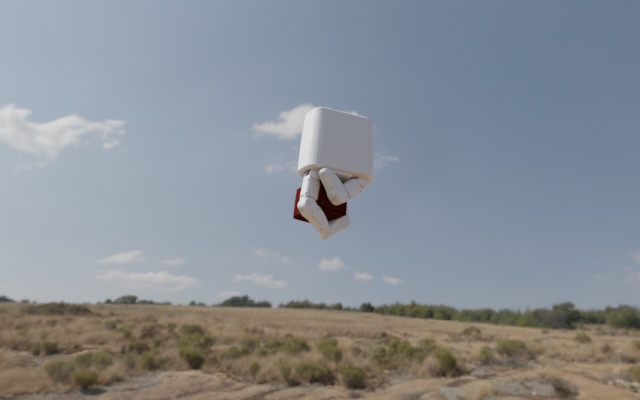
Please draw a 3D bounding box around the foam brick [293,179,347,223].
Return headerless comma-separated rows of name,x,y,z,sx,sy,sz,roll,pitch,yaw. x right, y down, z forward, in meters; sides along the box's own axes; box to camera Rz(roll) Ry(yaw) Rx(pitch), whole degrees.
foam brick,0.000,0.003,0.762,0.053,0.051,0.078,17,-24,-32
